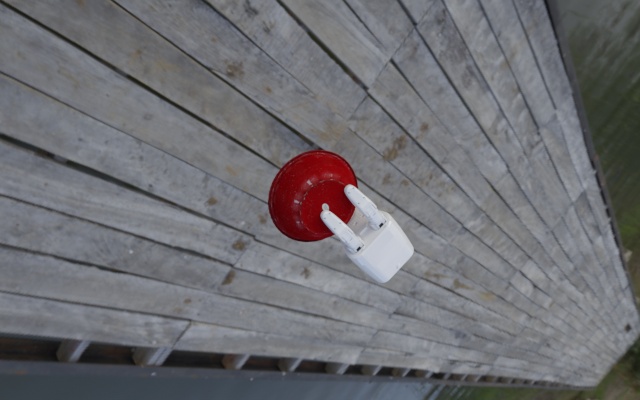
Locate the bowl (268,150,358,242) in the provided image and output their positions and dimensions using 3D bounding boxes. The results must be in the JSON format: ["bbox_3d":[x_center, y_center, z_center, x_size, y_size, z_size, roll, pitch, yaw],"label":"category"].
[{"bbox_3d":[-0.001,0.002,0.770,0.162,0.162,0.055,0,18,-24],"label":"bowl"}]
